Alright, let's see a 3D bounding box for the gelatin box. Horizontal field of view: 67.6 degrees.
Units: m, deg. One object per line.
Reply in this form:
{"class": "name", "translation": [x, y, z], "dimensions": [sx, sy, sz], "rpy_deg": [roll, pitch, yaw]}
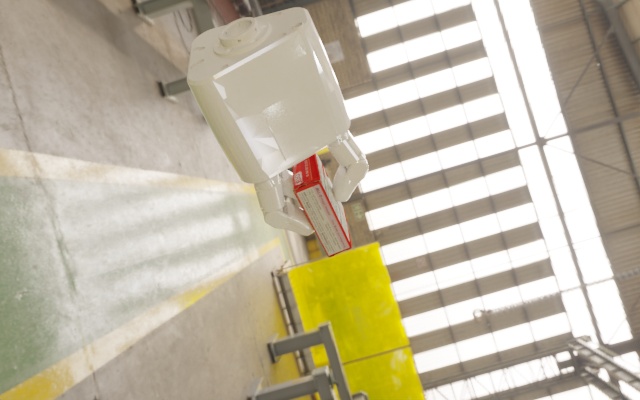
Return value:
{"class": "gelatin box", "translation": [0.001, 0.002, 0.491], "dimensions": [0.030, 0.089, 0.073], "rpy_deg": [-23, 30, 8]}
